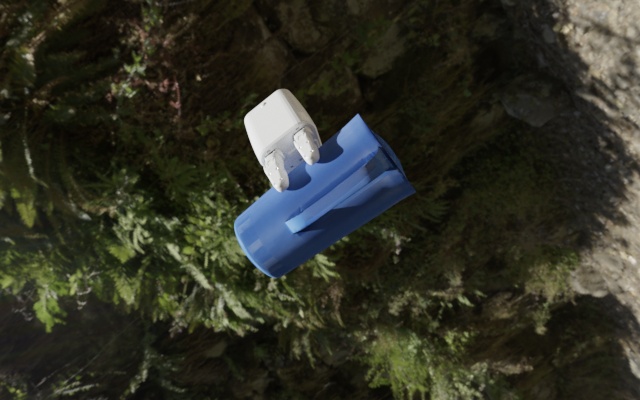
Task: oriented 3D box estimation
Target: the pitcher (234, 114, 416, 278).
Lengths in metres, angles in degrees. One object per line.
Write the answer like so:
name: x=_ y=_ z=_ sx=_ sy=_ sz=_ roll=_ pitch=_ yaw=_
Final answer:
pitcher: x=0.000 y=0.002 z=0.664 sx=0.243 sy=0.145 sz=0.149 roll=-37 pitch=-40 yaw=9
